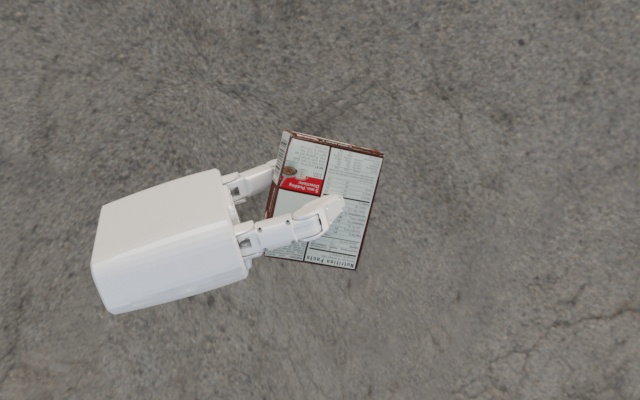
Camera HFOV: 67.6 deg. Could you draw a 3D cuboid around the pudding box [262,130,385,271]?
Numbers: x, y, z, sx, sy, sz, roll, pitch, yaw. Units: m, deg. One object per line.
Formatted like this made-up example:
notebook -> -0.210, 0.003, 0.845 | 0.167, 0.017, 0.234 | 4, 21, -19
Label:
pudding box -> 0.000, 0.001, 0.430 | 0.090, 0.113, 0.039 | 11, 11, -15
